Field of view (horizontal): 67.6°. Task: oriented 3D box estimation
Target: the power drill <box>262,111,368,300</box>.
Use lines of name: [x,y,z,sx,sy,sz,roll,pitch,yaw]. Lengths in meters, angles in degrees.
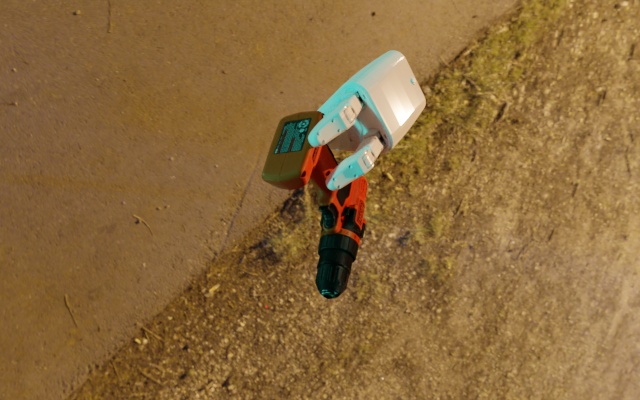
power drill: [0.000,0.001,0.574,0.057,0.184,0.188,-5,-38,23]
